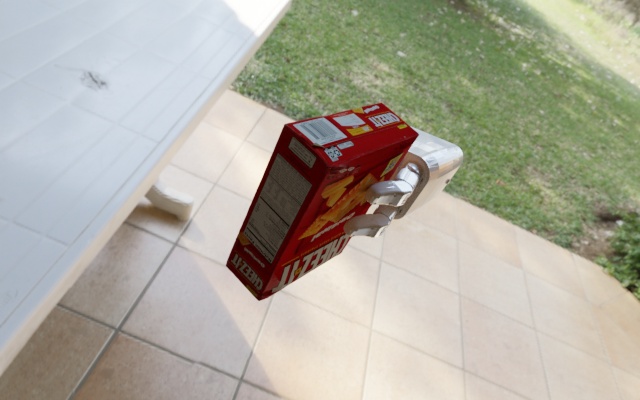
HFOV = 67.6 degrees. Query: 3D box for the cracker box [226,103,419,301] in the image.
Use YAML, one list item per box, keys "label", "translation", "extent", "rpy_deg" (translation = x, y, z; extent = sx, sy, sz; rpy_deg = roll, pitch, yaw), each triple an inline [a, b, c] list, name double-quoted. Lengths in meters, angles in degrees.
- label: "cracker box"
  translation: [0.000, 0.002, 0.547]
  extent: [0.072, 0.214, 0.164]
  rpy_deg: [44, 40, 20]
